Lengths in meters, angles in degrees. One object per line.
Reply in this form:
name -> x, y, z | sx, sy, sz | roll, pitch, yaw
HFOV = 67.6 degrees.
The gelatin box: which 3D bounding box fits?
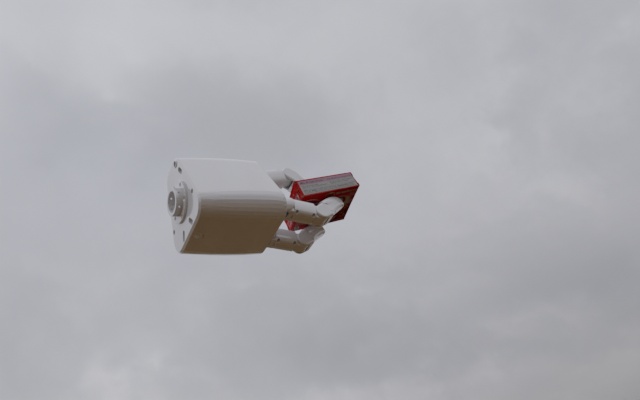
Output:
gelatin box -> 0.000, 0.002, 0.641 | 0.089, 0.030, 0.073 | -12, -36, -28
